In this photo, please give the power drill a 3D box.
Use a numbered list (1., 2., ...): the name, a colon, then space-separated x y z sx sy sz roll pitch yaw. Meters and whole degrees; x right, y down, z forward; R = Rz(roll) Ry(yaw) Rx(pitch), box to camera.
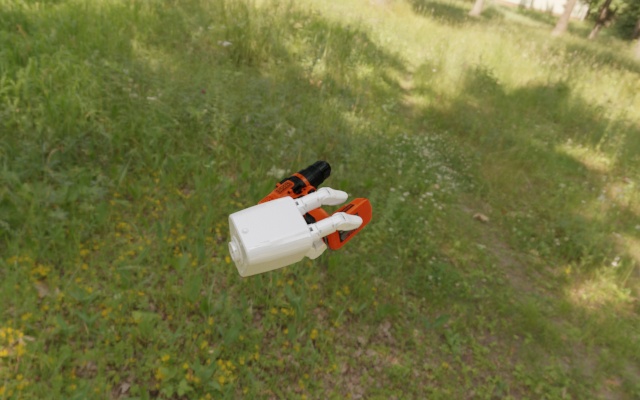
1. power drill: 0.000 0.003 0.876 0.187 0.057 0.184 25 54 40
